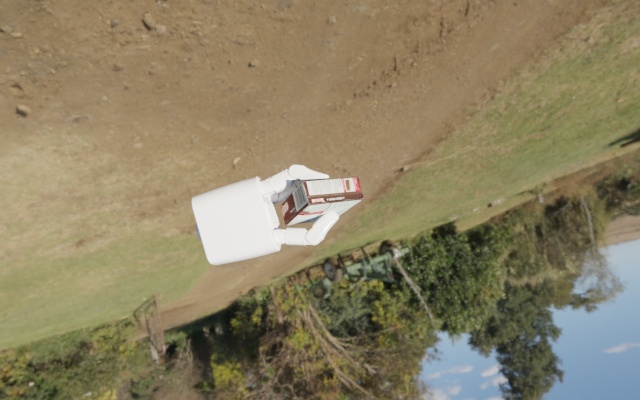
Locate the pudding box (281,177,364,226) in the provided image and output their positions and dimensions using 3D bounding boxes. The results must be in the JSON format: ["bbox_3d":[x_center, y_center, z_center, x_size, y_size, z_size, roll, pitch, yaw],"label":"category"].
[{"bbox_3d":[0.000,0.003,0.715,0.090,0.039,0.113,-7,-14,-24],"label":"pudding box"}]
